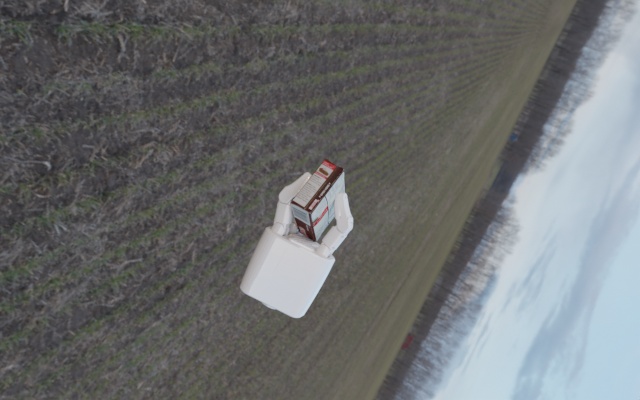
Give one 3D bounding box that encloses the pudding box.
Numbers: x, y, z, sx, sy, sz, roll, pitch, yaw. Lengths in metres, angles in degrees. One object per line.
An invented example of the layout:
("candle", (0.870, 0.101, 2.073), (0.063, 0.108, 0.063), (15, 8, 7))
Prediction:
("pudding box", (0.000, 0.003, 0.731), (0.039, 0.090, 0.113), (31, -20, 16))
